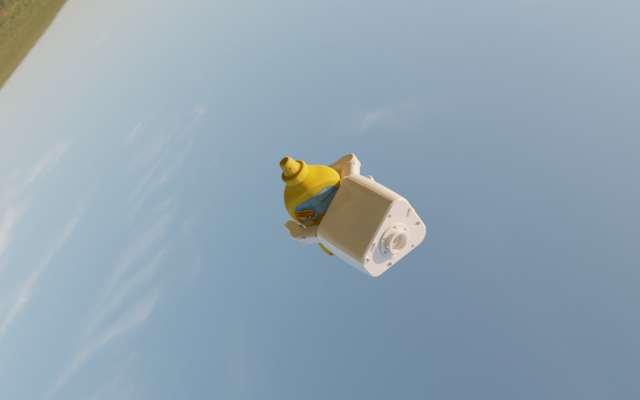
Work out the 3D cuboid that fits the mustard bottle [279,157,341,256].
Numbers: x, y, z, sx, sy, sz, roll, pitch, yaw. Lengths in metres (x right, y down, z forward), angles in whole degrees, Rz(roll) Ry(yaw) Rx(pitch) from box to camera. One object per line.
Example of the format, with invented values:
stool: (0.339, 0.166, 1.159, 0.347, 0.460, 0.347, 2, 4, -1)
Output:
mustard bottle: (0.000, 0.002, 0.728, 0.096, 0.192, 0.058, -34, 38, 11)
